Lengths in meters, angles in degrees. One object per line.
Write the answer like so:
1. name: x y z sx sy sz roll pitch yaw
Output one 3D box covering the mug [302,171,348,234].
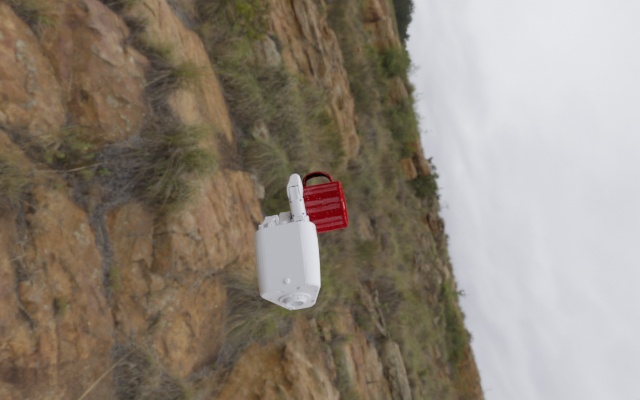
1. mug: 0.000 0.001 0.821 0.081 0.117 0.093 -10 -28 6
